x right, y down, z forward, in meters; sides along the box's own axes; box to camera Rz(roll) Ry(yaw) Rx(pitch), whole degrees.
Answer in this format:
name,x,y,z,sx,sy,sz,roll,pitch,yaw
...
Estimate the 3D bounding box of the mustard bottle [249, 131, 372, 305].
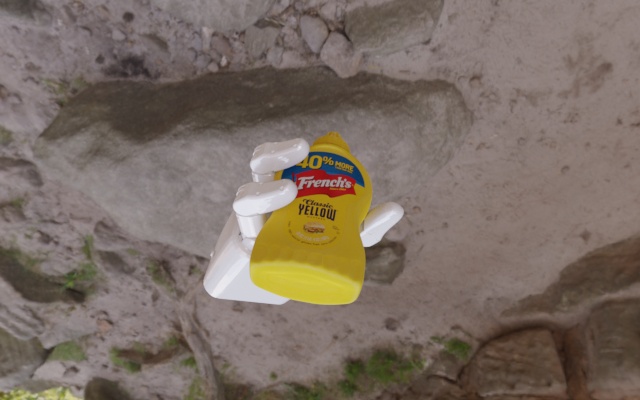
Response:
name,x,y,z,sx,sy,sz,roll,pitch,yaw
mustard bottle,0.000,0.001,0.455,0.096,0.191,0.058,9,-42,3
